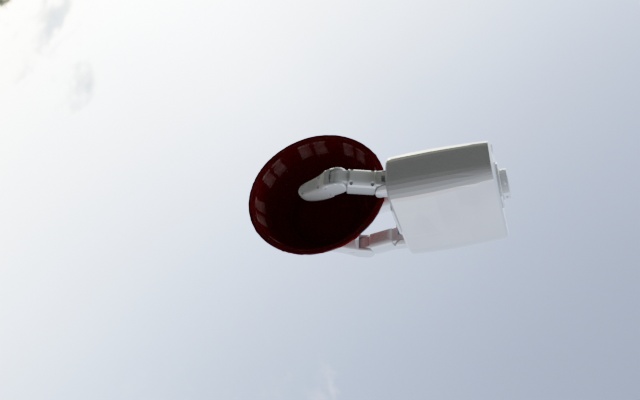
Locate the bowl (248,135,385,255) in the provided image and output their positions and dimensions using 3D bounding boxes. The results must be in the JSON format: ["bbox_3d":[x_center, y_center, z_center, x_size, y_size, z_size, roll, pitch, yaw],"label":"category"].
[{"bbox_3d":[-0.001,0.002,0.560,0.162,0.162,0.055,0,-32,17],"label":"bowl"}]
